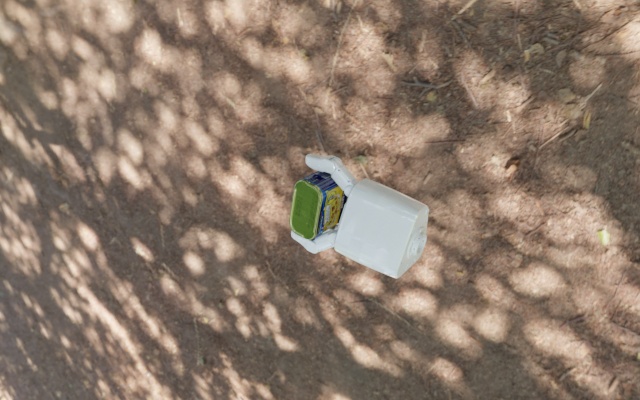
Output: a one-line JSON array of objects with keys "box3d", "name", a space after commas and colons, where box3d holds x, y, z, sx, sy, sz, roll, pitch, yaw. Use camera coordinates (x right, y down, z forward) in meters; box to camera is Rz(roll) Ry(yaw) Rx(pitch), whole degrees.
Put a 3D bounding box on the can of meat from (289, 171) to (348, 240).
[{"box3d": [0.000, 0.002, 0.747, 0.057, 0.102, 0.084, 27, 34, 27], "name": "can of meat"}]
